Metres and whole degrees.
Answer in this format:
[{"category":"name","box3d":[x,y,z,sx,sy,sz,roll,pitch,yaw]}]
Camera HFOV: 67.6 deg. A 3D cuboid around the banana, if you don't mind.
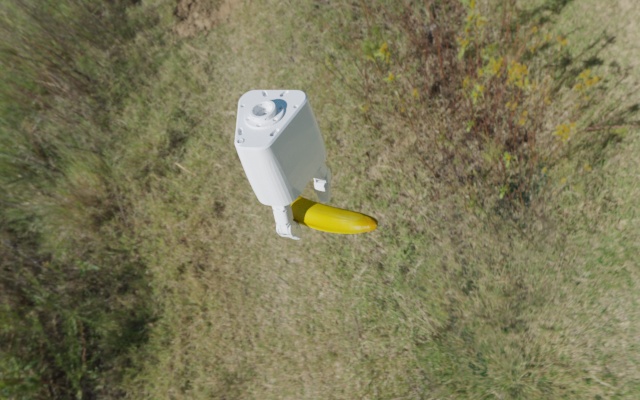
[{"category":"banana","box3d":[-0.014,0.010,0.690,0.197,0.037,0.069,24,43,32]}]
